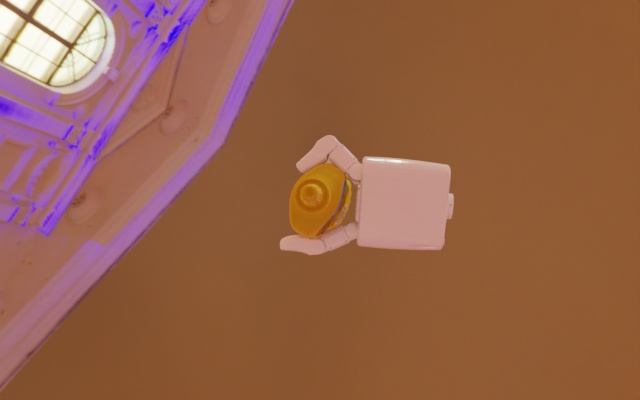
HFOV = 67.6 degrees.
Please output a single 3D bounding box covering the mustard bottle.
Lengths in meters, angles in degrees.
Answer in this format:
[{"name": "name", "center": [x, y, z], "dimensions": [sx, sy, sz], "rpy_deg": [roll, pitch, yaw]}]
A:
[{"name": "mustard bottle", "center": [0.000, 0.002, 0.615], "dimensions": [0.058, 0.096, 0.191], "rpy_deg": [30, -1, 9]}]
